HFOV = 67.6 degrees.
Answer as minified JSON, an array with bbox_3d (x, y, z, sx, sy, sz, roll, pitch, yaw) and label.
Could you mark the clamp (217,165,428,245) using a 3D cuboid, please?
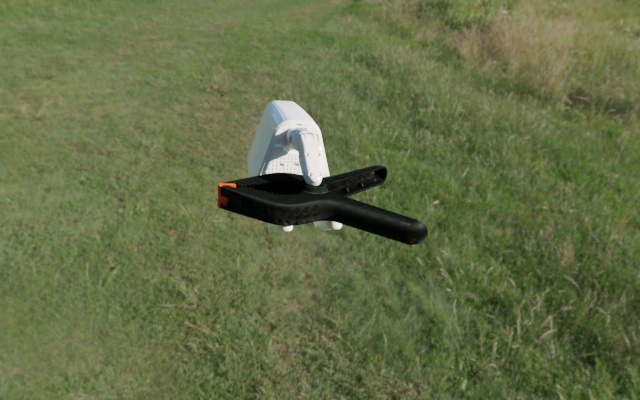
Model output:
[{"bbox_3d":[0.000,0.001,0.502,0.210,0.036,0.164,-1,25,-15],"label":"clamp"}]
